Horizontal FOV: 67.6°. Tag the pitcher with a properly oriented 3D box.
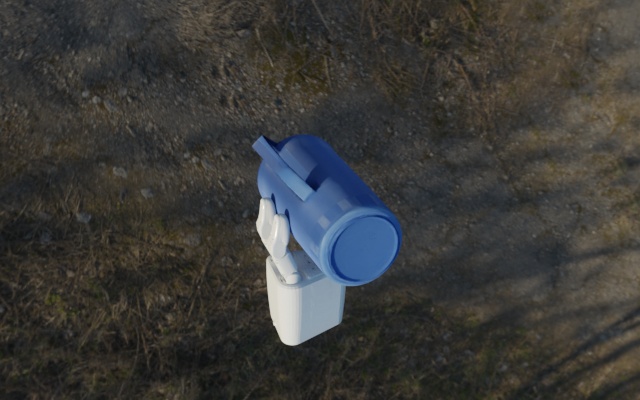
[{"bbox_3d":[0.000,0.002,0.645,0.149,0.145,0.242,-6,26,-21],"label":"pitcher"}]
